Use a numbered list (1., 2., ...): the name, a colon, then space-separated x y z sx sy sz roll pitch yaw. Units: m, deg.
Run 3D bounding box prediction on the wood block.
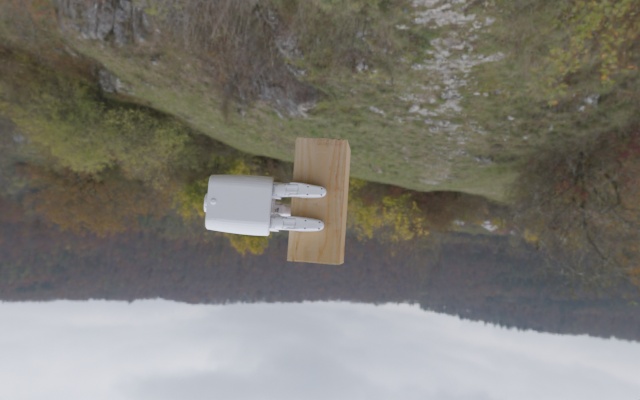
1. wood block: 0.000 0.003 0.825 0.090 0.206 0.091 4 -5 7
